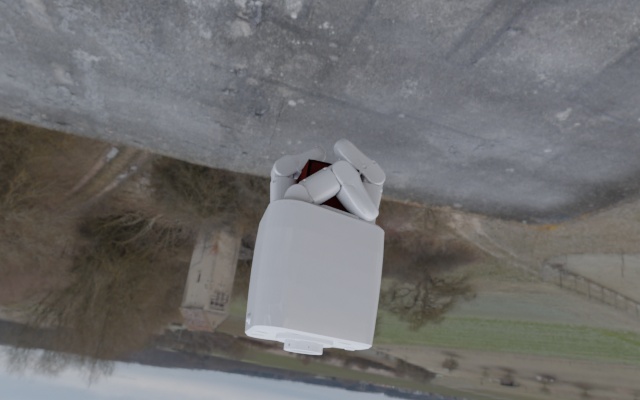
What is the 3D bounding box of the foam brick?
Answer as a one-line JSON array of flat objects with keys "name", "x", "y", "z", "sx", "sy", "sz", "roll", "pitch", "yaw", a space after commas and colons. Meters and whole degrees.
[{"name": "foam brick", "x": 0.000, "y": 0.002, "z": 0.472, "sx": 0.053, "sy": 0.051, "sz": 0.078, "roll": 12, "pitch": -22, "yaw": -12}]
